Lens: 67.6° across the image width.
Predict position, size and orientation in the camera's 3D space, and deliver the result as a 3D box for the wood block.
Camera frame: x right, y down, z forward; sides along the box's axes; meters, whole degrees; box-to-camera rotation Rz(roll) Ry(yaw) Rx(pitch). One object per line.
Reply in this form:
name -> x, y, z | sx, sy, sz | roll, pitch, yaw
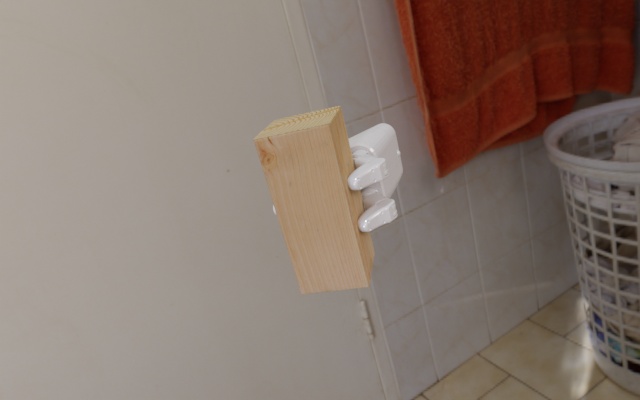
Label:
wood block -> 0.000, 0.002, 0.589 | 0.091, 0.206, 0.090 | -9, 22, 15
